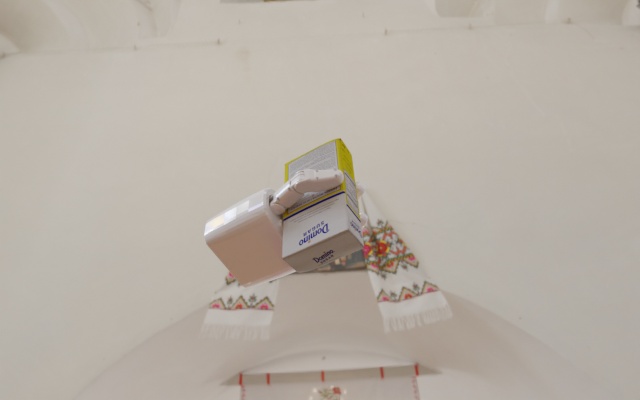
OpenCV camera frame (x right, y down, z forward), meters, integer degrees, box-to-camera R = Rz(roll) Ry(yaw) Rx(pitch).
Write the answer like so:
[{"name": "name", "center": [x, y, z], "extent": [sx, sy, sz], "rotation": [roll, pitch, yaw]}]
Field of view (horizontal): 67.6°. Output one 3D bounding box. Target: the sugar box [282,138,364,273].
[{"name": "sugar box", "center": [0.000, 0.002, 0.616], "extent": [0.093, 0.176, 0.048], "rotation": [-25, -48, 21]}]
